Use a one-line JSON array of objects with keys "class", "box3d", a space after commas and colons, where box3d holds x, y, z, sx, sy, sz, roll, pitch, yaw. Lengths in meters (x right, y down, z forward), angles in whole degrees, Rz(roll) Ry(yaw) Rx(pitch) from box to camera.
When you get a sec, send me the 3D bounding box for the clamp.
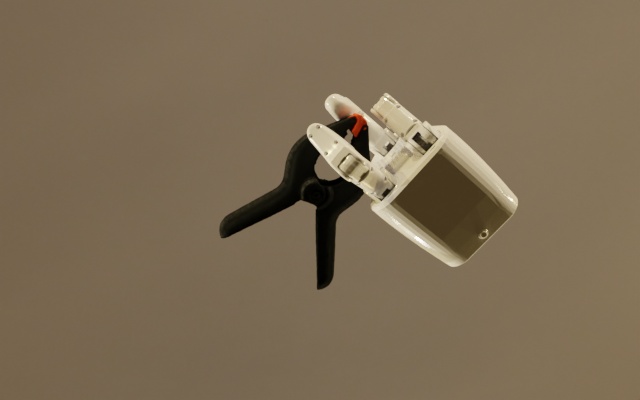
[{"class": "clamp", "box3d": [0.000, 0.001, 0.450, 0.120, 0.171, 0.039, 38, 12, -18]}]
